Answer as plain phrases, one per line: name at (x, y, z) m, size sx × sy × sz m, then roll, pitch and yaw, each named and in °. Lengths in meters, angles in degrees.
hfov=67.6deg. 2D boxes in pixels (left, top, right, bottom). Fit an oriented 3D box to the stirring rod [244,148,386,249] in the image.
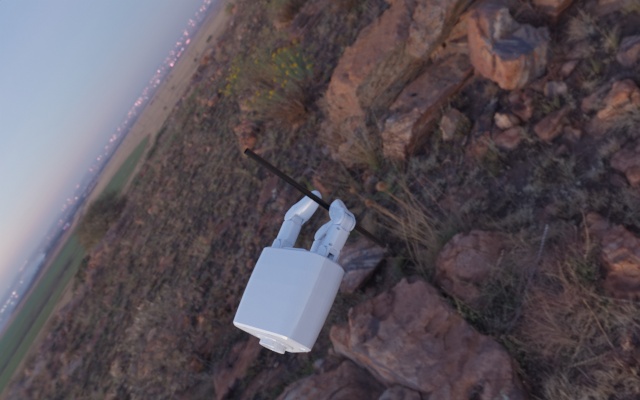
stirring rod at (0.000, 0.002, 0.627) m, size 0.239 × 0.011 × 0.011 m, roll 35°, pitch -16°, yaw -24°
